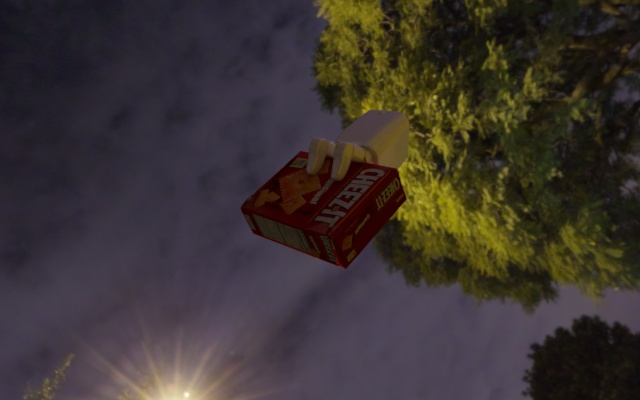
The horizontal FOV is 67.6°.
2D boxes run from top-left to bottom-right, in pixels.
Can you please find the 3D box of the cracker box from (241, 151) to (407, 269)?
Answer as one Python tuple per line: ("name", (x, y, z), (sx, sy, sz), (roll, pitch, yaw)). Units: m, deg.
("cracker box", (0.000, 0.003, 0.762), (0.213, 0.072, 0.164), (15, 50, 43))
